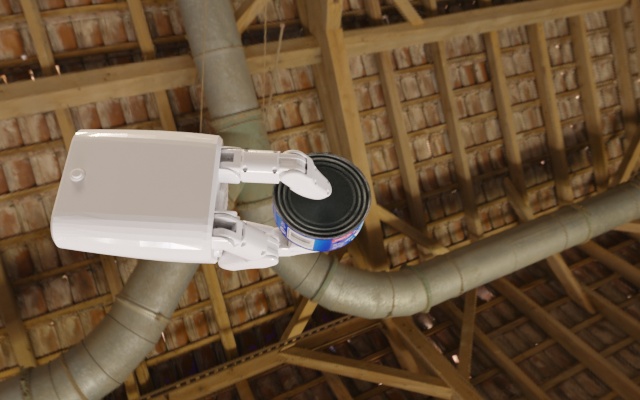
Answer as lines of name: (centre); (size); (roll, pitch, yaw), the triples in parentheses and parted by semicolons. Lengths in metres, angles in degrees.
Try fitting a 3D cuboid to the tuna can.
tuna can: (0.000, 0.002, 0.426); (0.086, 0.086, 0.034); (0, -28, -7)
